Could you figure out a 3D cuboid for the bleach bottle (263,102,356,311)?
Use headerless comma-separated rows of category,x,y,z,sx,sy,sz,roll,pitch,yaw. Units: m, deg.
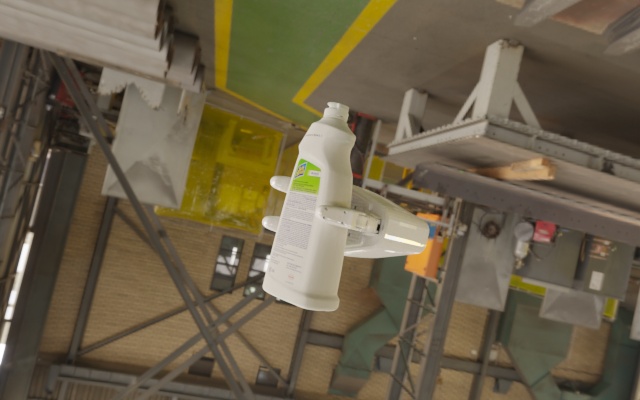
bleach bottle,0.000,0.002,0.598,0.102,0.251,0.068,11,-3,45
